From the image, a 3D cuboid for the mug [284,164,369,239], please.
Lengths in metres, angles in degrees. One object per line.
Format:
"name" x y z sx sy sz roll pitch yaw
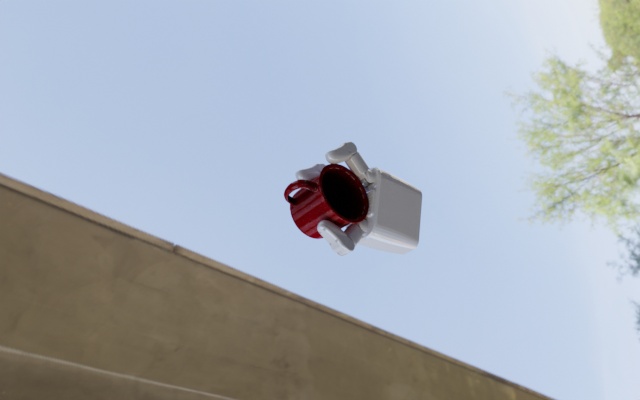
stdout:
"mug" -0.001 0.002 0.688 0.117 0.093 0.081 20 -37 -35
